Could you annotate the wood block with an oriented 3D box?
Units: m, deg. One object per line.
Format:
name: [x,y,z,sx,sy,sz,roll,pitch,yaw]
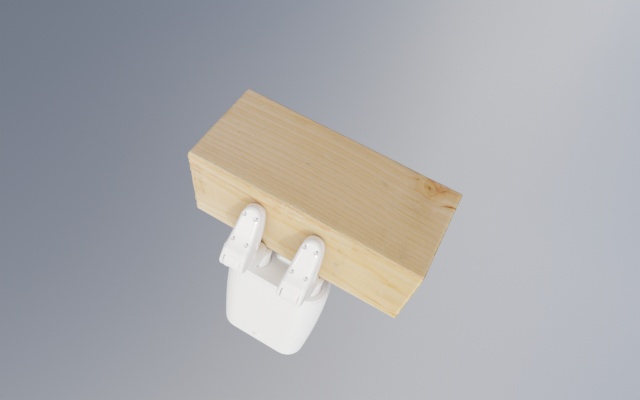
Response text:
wood block: [0.000,0.001,0.417,0.206,0.090,0.090,28,-32,10]
